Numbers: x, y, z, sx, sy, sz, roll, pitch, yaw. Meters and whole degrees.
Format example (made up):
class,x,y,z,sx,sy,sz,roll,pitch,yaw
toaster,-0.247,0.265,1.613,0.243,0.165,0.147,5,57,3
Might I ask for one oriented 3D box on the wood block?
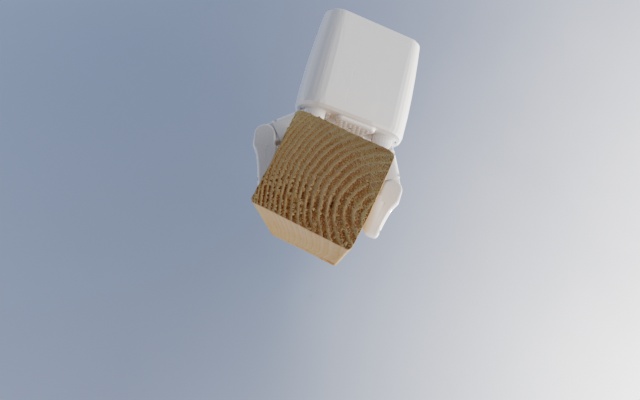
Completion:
class,x,y,z,sx,sy,sz,roll,pitch,yaw
wood block,0.001,0.001,0.480,0.091,0.090,0.206,25,-10,4
